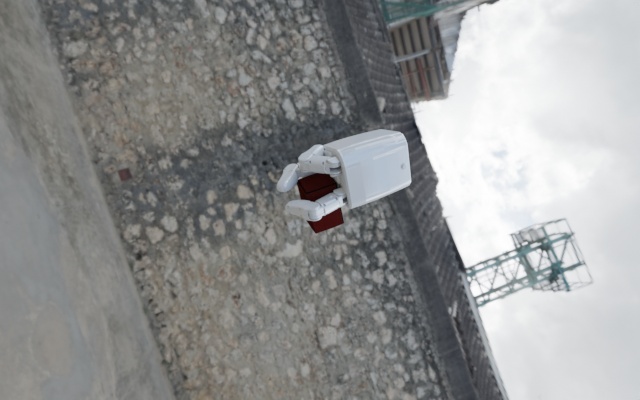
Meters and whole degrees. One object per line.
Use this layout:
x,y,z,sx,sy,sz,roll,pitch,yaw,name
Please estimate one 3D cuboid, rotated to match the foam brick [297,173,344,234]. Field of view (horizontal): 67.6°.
0.000,0.003,0.755,0.051,0.078,0.053,-19,33,-11,foam brick
